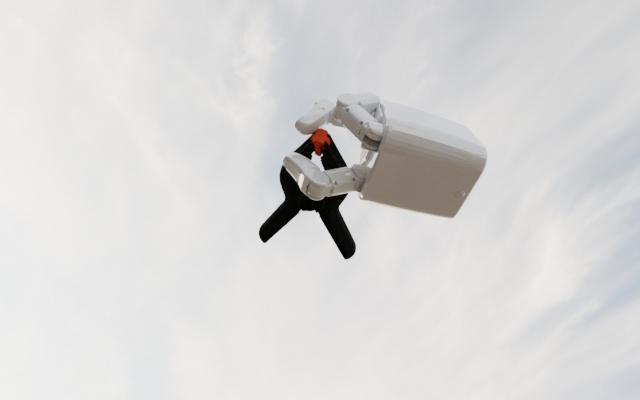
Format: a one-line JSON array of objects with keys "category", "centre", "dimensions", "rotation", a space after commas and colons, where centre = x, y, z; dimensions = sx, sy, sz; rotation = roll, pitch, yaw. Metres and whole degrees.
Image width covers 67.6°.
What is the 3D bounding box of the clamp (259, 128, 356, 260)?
[{"category": "clamp", "centre": [0.000, 0.001, 0.546], "dimensions": [0.120, 0.172, 0.039], "rotation": [14, 42, -7]}]
